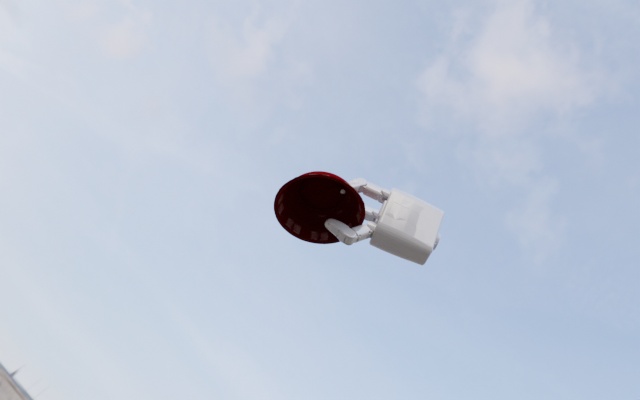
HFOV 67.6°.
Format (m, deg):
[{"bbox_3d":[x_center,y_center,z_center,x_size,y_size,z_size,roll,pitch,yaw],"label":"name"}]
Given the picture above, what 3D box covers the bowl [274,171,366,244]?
[{"bbox_3d":[-0.001,0.002,0.851,0.162,0.162,0.055,0,40,7],"label":"bowl"}]
